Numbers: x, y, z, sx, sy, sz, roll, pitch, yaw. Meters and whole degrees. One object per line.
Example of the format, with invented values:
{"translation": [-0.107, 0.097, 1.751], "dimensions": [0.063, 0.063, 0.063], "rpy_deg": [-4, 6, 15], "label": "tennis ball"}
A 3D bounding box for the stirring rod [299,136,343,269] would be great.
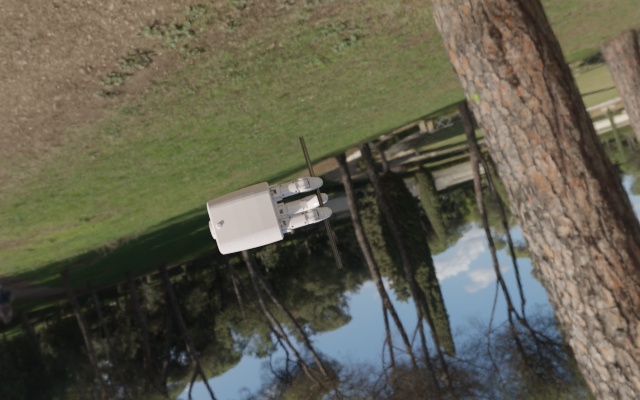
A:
{"translation": [0.000, 0.003, 0.837], "dimensions": [0.011, 0.239, 0.011], "rpy_deg": [-17, -4, -1], "label": "stirring rod"}
